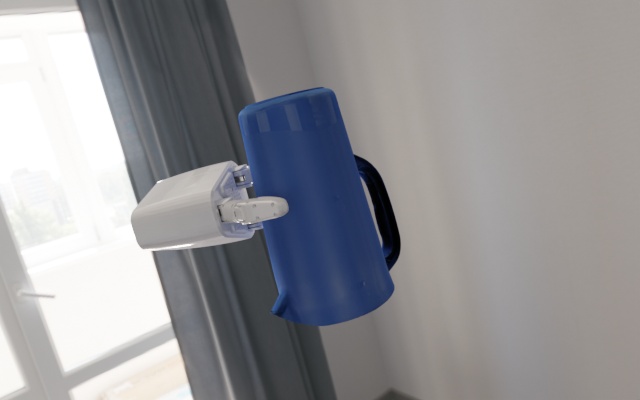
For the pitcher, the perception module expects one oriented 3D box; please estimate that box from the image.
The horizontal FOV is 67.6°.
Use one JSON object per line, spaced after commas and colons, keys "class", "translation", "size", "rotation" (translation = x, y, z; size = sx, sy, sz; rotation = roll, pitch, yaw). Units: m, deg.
{"class": "pitcher", "translation": [0.000, 0.002, 0.539], "size": [0.145, 0.243, 0.149], "rotation": [-12, 10, 14]}
